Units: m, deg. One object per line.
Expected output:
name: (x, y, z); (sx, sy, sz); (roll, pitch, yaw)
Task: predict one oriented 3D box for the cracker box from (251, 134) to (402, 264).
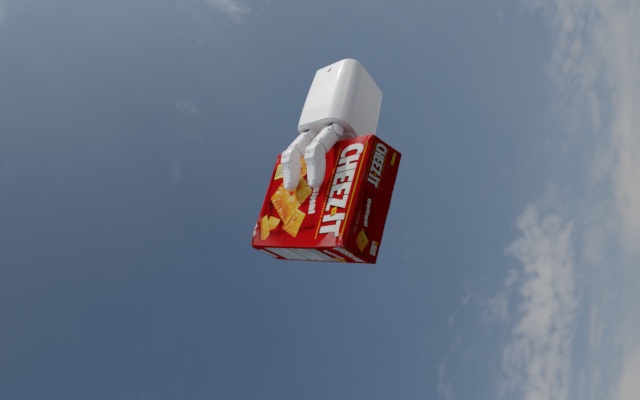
cracker box: (0.000, 0.002, 0.698); (0.072, 0.164, 0.214); (29, -22, -36)
